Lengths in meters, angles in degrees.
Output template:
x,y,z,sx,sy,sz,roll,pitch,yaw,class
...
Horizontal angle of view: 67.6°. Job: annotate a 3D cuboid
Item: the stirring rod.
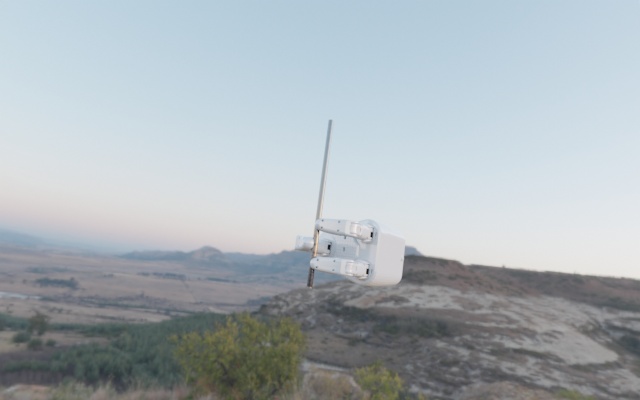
x,y,z,sx,sy,sz,roll,pitch,yaw,class
0.000,0.002,0.674,0.011,0.239,0.011,7,-8,1,stirring rod
